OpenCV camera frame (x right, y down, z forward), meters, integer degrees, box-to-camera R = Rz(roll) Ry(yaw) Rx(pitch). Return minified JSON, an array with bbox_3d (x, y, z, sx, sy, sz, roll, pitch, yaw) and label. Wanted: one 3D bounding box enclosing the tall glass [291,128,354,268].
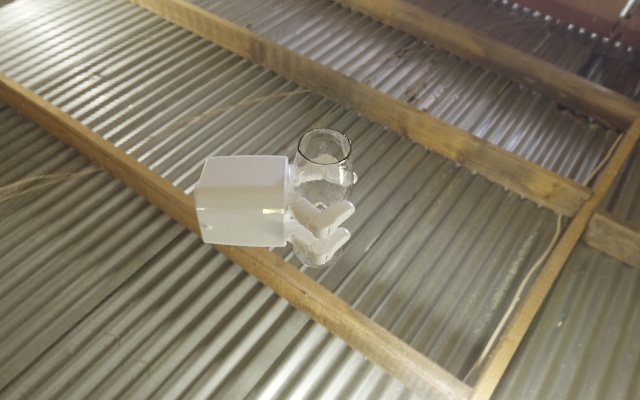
[{"bbox_3d":[0.000,0.002,0.618,0.079,0.079,0.201,0,-40,-4],"label":"tall glass"}]
